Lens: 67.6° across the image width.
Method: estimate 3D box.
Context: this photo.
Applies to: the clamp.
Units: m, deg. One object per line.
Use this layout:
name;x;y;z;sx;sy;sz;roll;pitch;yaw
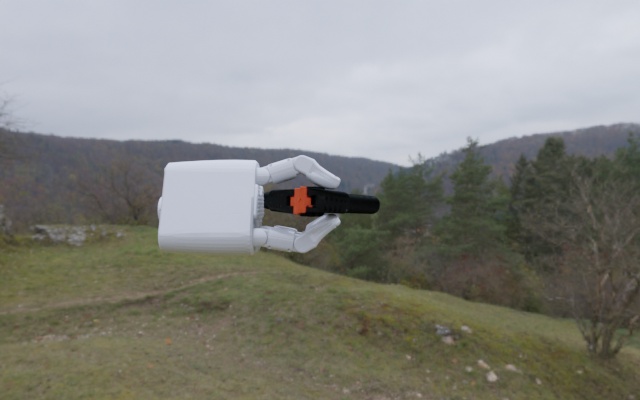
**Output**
clamp;0.000;0.001;0.578;0.164;0.036;0.210;2;-1;-1
